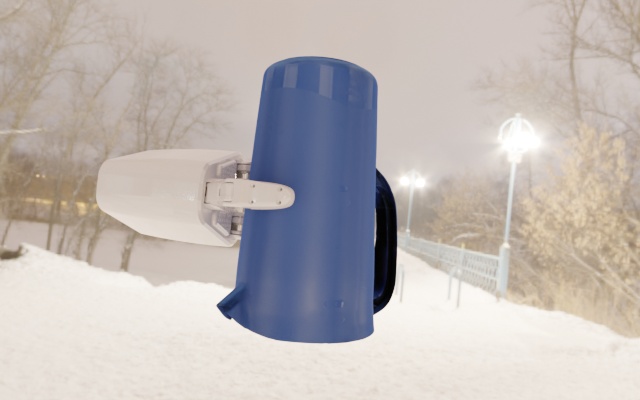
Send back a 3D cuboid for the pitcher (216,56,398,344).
[{"bbox_3d":[0.000,0.001,0.450,0.145,0.243,0.149,4,-2,12],"label":"pitcher"}]
